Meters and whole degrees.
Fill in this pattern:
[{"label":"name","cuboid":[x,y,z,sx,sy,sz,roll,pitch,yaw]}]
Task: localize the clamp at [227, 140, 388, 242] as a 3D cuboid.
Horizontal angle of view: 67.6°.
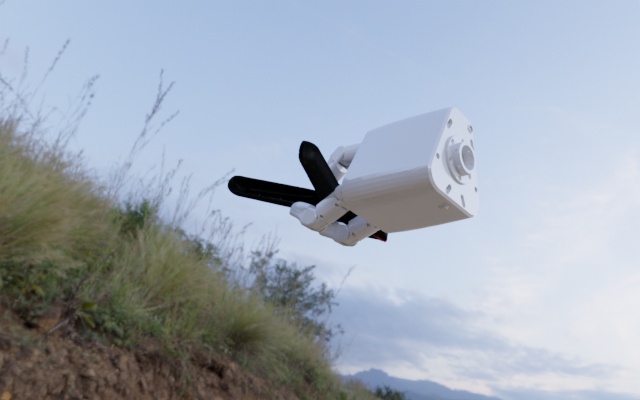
[{"label":"clamp","cuboid":[0.001,0.001,0.585,0.164,0.036,0.210,-11,-33,45]}]
